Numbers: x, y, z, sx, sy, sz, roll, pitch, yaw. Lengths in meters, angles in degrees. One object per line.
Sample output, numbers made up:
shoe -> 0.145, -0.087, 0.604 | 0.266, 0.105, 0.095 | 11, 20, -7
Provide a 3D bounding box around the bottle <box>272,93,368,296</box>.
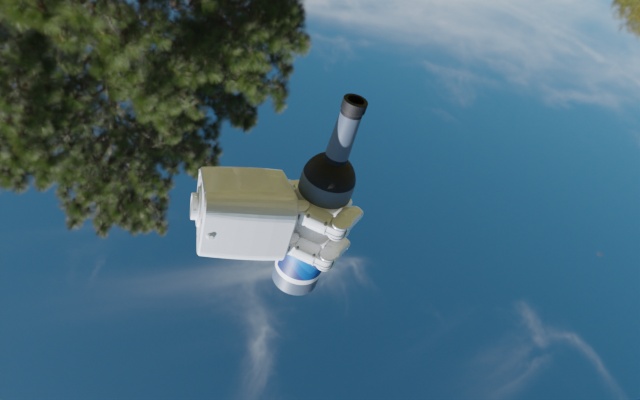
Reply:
bottle -> 0.000, 0.002, 0.598 | 0.069, 0.296, 0.069 | 11, 39, -9
